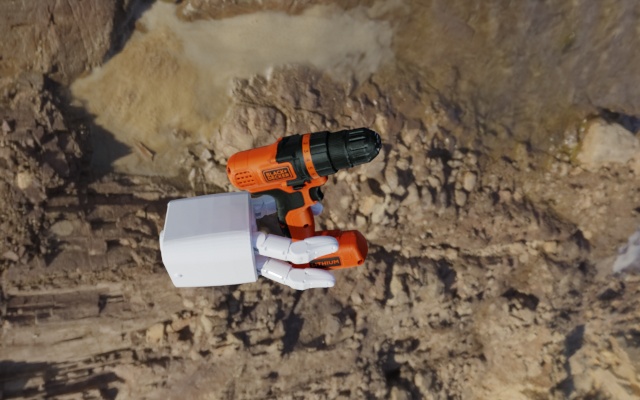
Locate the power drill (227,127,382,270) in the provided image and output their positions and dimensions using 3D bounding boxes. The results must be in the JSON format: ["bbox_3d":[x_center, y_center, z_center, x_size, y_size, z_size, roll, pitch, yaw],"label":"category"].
[{"bbox_3d":[0.000,0.002,0.587,0.184,0.188,0.057,-9,35,18],"label":"power drill"}]
